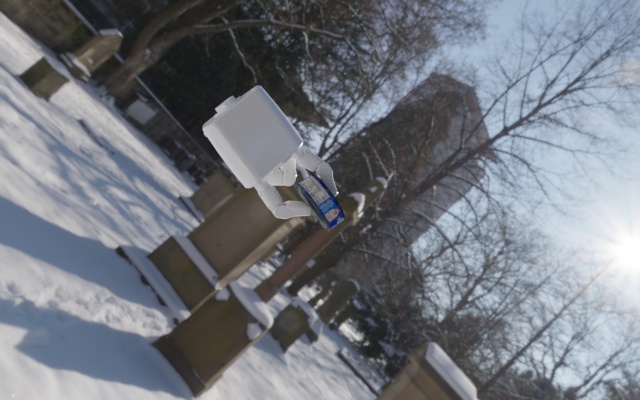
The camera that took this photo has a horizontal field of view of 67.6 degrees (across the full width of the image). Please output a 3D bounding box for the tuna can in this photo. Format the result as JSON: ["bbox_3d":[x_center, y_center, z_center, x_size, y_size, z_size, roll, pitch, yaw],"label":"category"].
[{"bbox_3d":[0.001,0.002,0.722,0.034,0.086,0.086,-36,5,-7],"label":"tuna can"}]
